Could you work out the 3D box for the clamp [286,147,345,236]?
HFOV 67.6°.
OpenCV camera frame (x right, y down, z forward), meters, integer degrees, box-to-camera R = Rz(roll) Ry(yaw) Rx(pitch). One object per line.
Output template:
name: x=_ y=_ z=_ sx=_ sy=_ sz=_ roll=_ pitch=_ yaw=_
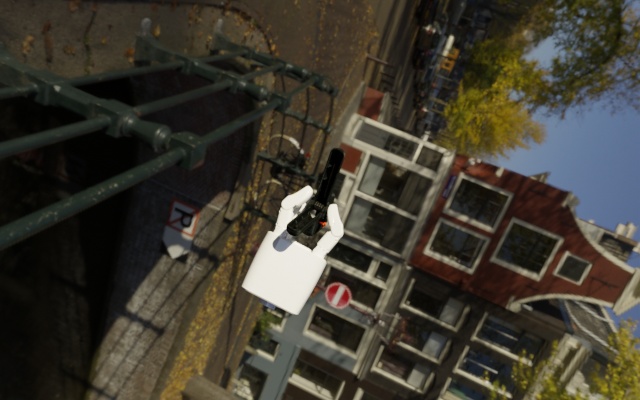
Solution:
clamp: x=0.001 y=0.003 z=0.845 sx=0.036 sy=0.164 sz=0.210 roll=28 pitch=-9 yaw=10
